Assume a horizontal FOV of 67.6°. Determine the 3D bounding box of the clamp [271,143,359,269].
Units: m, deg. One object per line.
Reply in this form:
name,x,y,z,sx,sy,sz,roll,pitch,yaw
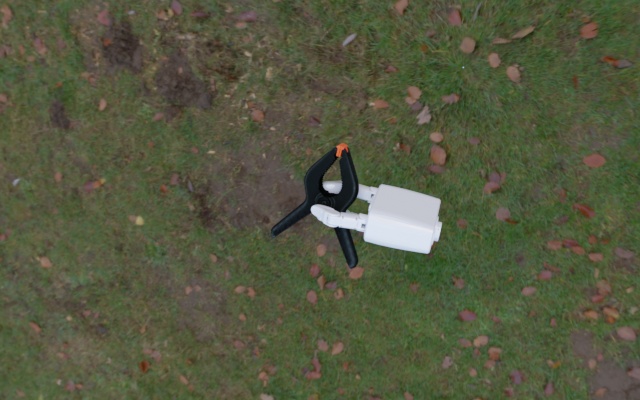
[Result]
clamp,0.000,0.002,0.816,0.164,0.210,0.036,13,18,13
